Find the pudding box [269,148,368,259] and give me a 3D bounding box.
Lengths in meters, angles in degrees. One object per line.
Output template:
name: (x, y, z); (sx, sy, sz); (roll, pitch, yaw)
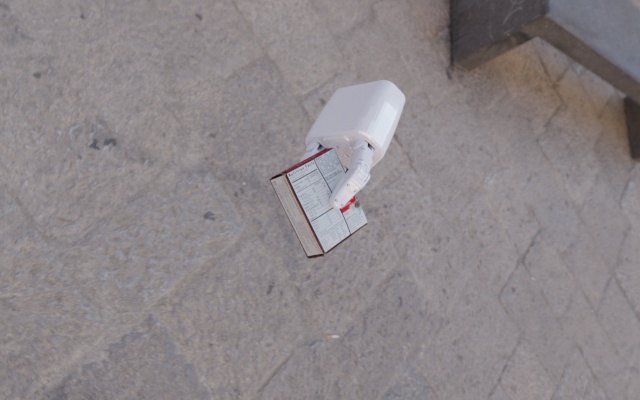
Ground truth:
pudding box: (0.000, 0.002, 0.594); (0.090, 0.113, 0.039); (-31, 8, -38)
